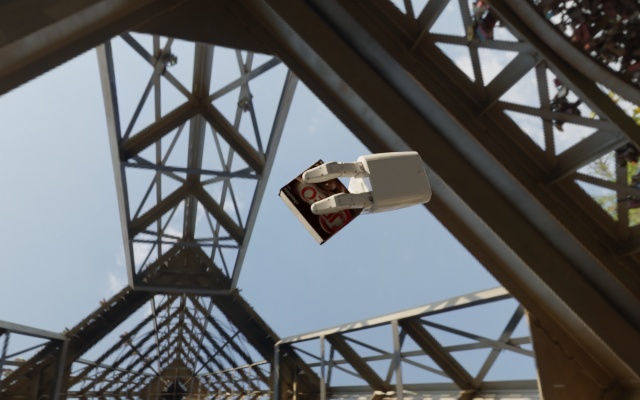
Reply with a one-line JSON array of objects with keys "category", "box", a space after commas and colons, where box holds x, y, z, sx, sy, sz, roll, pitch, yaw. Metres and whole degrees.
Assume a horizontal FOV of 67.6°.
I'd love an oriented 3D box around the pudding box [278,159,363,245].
[{"category": "pudding box", "box": [0.000, 0.003, 0.781, 0.090, 0.113, 0.039, -38, -9, -22]}]
